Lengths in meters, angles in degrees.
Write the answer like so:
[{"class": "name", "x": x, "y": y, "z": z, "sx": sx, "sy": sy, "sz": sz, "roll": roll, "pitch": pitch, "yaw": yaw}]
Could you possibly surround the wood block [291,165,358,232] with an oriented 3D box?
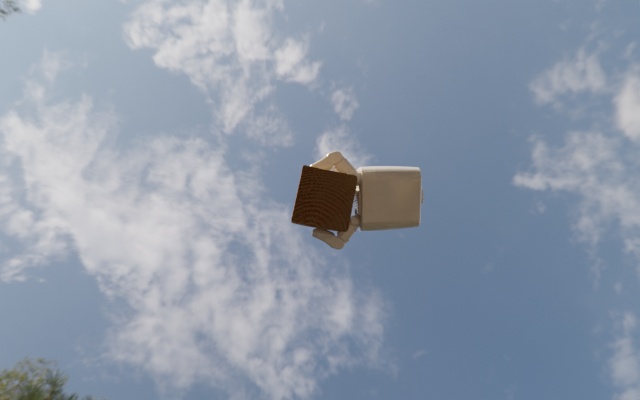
[{"class": "wood block", "x": 0.000, "y": 0.003, "z": 0.827, "sx": 0.090, "sy": 0.091, "sz": 0.206, "roll": 11, "pitch": -4, "yaw": -3}]
